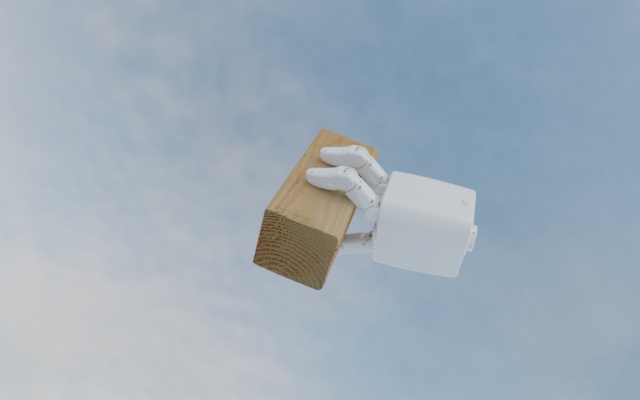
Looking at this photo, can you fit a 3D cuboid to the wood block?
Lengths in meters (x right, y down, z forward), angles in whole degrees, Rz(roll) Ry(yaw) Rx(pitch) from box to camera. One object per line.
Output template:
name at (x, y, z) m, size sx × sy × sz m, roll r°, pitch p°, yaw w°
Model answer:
wood block at (0.000, 0.002, 0.615) m, size 0.090 × 0.091 × 0.206 m, roll 22°, pitch 38°, yaw 6°
